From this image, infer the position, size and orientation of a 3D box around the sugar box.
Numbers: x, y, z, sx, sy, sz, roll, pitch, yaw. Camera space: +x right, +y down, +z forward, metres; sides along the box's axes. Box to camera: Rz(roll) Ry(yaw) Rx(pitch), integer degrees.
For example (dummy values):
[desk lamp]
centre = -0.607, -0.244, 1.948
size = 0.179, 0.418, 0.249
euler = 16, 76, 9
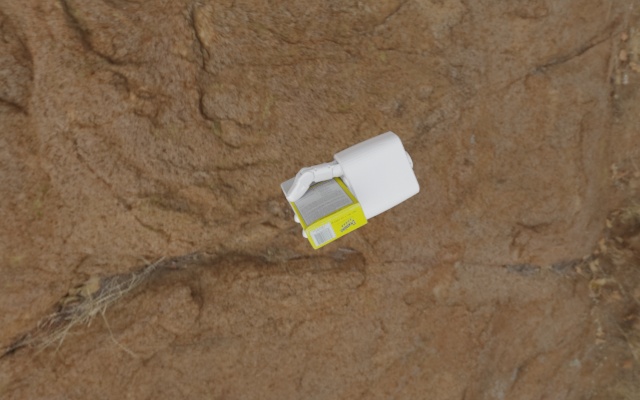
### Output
[sugar box]
centre = 0.000, 0.003, 0.781
size = 0.093, 0.048, 0.176
euler = -26, 27, -4
